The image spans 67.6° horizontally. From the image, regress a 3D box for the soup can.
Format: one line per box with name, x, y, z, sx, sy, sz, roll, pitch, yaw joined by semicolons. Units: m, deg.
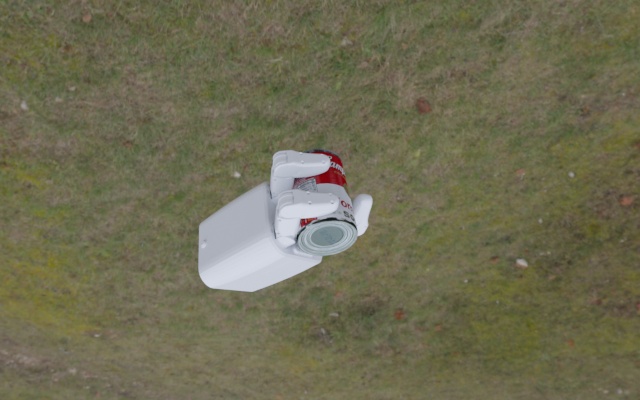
soup can;0.001;0.002;0.533;0.068;0.102;0.069;-6;-38;-5
